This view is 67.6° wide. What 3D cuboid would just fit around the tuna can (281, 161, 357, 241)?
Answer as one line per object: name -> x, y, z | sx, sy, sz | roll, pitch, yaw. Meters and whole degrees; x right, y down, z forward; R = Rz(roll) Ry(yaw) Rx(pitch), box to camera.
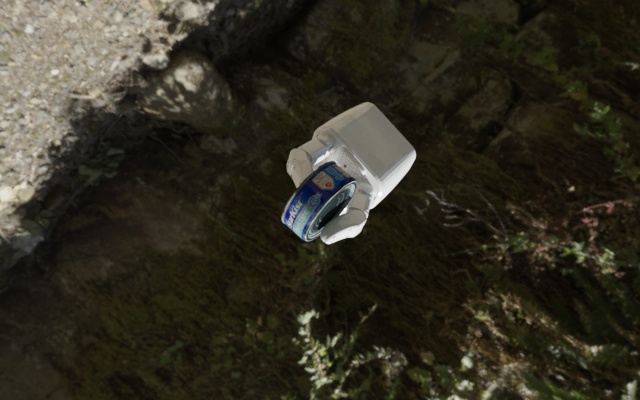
tuna can -> 0.000, 0.002, 0.507 | 0.033, 0.086, 0.086 | 41, 12, 15
